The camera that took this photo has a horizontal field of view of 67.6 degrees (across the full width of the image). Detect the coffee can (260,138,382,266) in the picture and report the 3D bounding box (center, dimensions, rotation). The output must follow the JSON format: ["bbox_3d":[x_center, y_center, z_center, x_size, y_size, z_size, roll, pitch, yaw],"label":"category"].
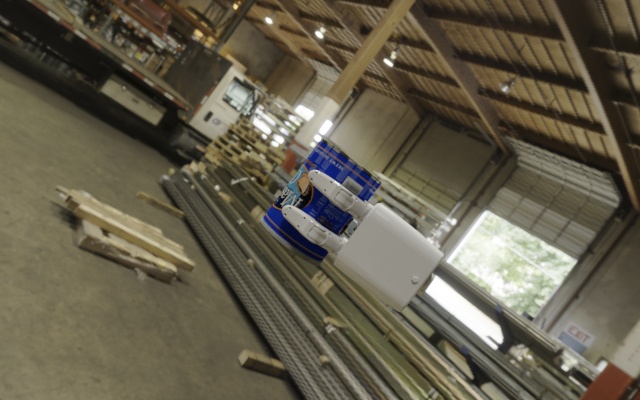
[{"bbox_3d":[0.000,0.002,0.649,0.103,0.140,0.103,37,3,-2],"label":"coffee can"}]
